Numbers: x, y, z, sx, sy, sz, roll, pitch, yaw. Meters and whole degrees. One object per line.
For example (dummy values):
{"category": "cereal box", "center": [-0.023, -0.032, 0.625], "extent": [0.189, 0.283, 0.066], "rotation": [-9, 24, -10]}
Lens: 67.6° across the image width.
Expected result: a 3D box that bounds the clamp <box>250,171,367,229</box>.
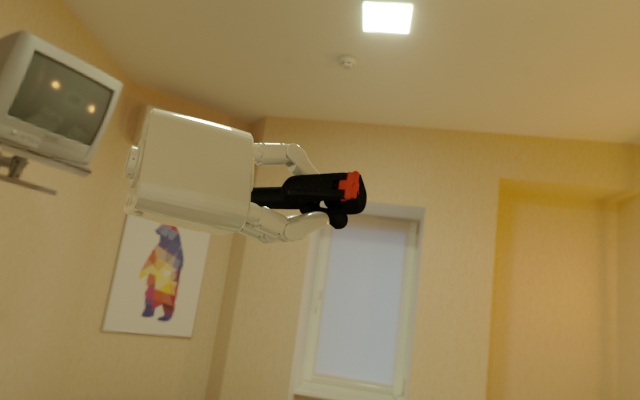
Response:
{"category": "clamp", "center": [0.000, 0.001, 0.555], "extent": [0.164, 0.036, 0.210], "rotation": [14, -13, -27]}
